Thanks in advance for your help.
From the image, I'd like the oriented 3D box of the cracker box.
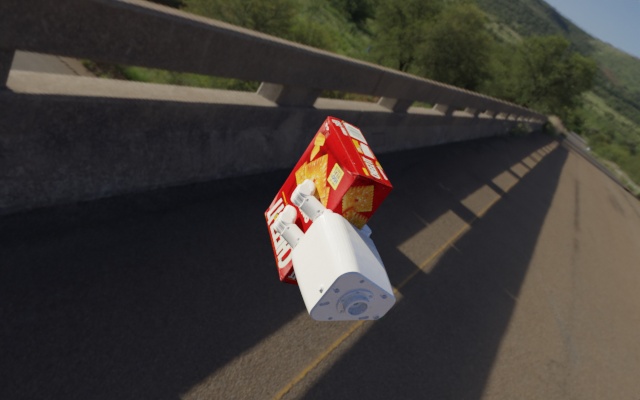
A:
[{"bbox_3d":[0.000,0.002,0.732,0.072,0.214,0.164,20,31,-29],"label":"cracker box"}]
